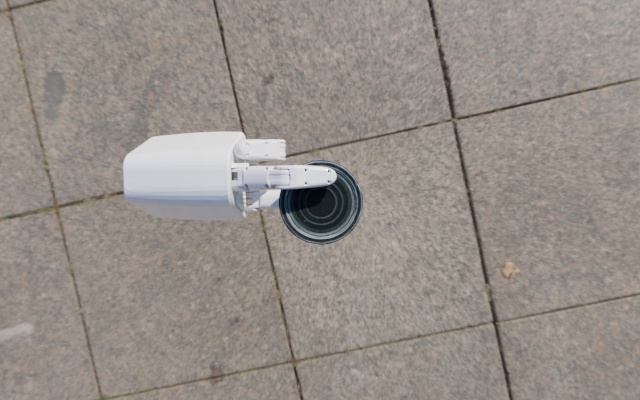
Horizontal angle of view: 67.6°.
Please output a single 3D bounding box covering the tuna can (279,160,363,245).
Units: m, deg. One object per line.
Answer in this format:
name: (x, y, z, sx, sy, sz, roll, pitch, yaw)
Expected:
tuna can: (0.000, 0.002, 0.488, 0.086, 0.086, 0.034, 0, 1, -2)
